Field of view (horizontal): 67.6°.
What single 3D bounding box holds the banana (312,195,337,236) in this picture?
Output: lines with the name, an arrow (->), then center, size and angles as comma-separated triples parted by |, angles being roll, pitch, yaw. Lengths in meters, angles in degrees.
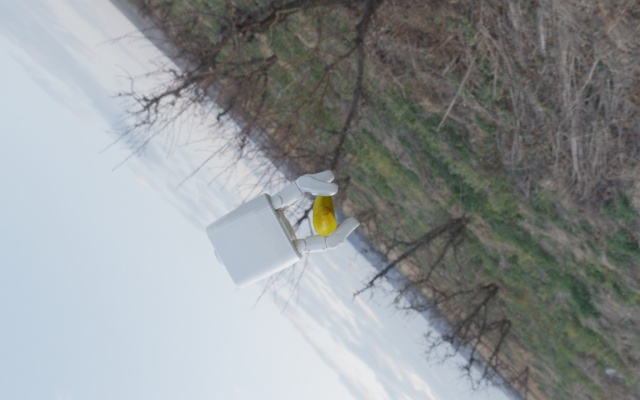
banana -> 0.004, 0.019, 0.742 | 0.037, 0.070, 0.197 | -11, 15, 2
